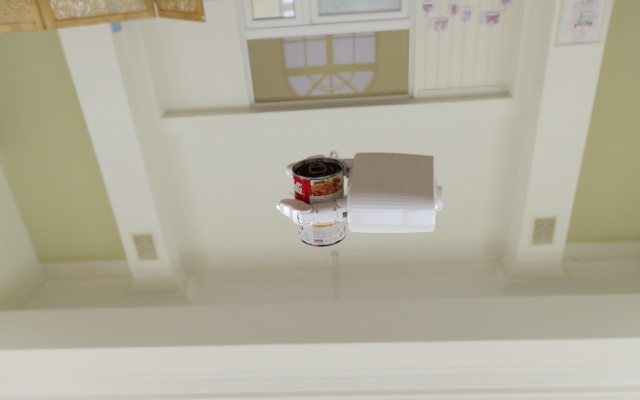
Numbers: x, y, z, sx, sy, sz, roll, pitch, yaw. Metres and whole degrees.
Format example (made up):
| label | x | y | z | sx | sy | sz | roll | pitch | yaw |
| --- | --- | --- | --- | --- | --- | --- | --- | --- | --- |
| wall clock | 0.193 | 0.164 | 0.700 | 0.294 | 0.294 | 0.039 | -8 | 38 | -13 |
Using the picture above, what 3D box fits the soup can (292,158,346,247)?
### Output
| label | x | y | z | sx | sy | sz | roll | pitch | yaw |
| --- | --- | --- | --- | --- | --- | --- | --- | --- | --- |
| soup can | 0.000 | 0.002 | 0.640 | 0.068 | 0.102 | 0.068 | -4 | 26 | 2 |
